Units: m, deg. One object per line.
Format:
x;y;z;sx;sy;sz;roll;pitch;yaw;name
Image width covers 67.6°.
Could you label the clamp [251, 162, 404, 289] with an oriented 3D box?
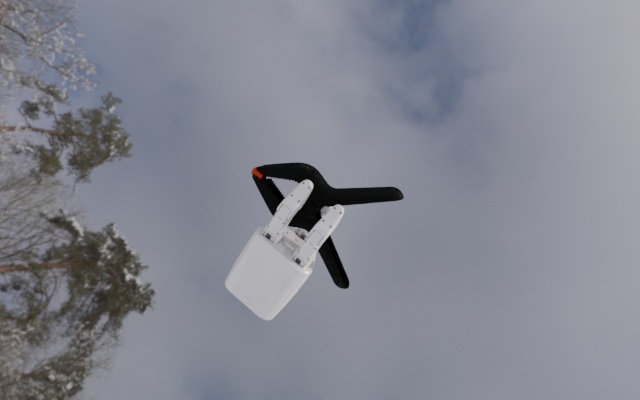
0.000;0.002;0.671;0.210;0.164;0.036;39;18;7;clamp
